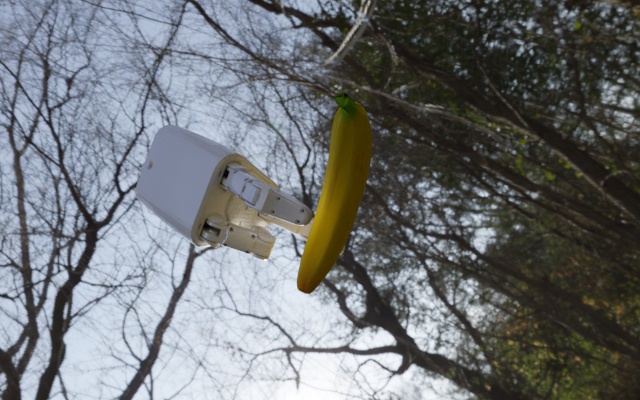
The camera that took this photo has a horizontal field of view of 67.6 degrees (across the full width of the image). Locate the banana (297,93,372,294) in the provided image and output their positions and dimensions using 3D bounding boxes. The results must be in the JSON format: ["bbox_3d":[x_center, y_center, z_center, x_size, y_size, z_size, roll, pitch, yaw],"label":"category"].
[{"bbox_3d":[0.012,-0.007,0.429,0.037,0.198,0.069,28,34,30],"label":"banana"}]
